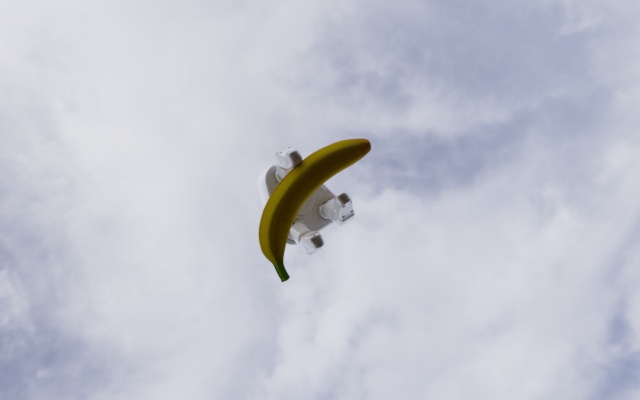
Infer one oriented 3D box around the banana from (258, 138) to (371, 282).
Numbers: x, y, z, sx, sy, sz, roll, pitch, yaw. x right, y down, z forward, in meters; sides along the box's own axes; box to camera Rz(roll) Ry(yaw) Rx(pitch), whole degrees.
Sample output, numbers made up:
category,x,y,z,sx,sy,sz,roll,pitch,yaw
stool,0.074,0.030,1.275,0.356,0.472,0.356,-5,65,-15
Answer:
category,x,y,z,sx,sy,sz,roll,pitch,yaw
banana,-0.017,-0.006,0.560,0.069,0.197,0.037,34,-11,-9
